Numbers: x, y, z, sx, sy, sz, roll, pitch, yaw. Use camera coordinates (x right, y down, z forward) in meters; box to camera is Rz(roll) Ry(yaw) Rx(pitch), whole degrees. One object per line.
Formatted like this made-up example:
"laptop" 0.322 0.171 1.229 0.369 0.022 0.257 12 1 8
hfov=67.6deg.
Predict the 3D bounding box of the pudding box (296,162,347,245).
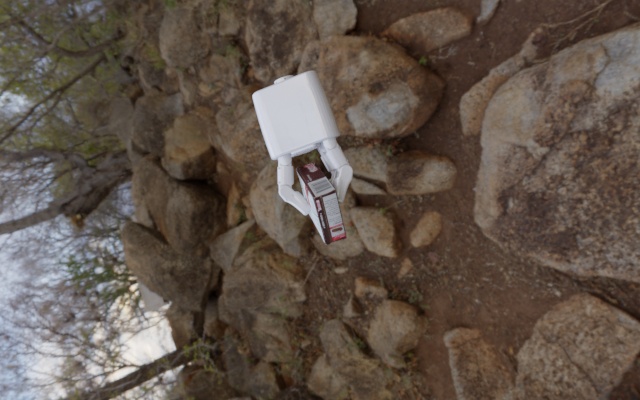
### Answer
"pudding box" 0.000 0.002 0.750 0.039 0.090 0.113 -19 30 -6
